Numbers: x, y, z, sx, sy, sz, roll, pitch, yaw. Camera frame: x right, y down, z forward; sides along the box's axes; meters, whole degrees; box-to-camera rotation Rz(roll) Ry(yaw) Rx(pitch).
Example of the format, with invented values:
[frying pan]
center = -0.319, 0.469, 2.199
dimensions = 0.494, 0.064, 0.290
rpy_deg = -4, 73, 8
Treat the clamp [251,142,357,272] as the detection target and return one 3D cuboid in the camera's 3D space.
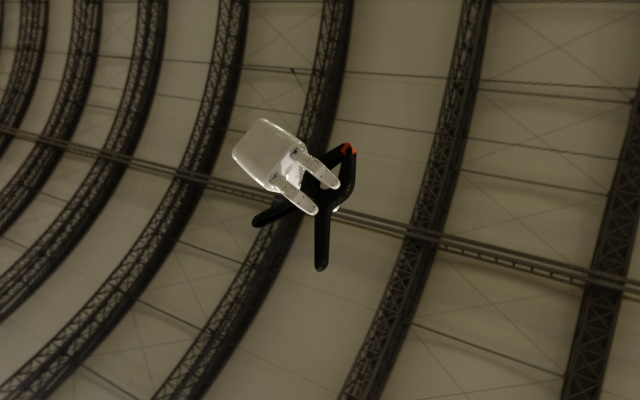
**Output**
[clamp]
center = 0.001, 0.002, 0.780
dimensions = 0.164, 0.210, 0.036
rpy_deg = 38, -2, 32
